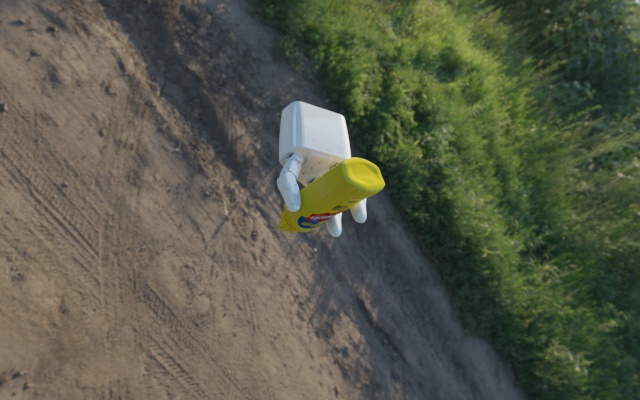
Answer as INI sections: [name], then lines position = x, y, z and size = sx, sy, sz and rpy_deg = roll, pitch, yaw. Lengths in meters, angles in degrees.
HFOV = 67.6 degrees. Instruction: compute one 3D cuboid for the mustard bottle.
[mustard bottle]
position = 0.000, 0.003, 0.743
size = 0.192, 0.058, 0.096
rpy_deg = -32, -20, 36
